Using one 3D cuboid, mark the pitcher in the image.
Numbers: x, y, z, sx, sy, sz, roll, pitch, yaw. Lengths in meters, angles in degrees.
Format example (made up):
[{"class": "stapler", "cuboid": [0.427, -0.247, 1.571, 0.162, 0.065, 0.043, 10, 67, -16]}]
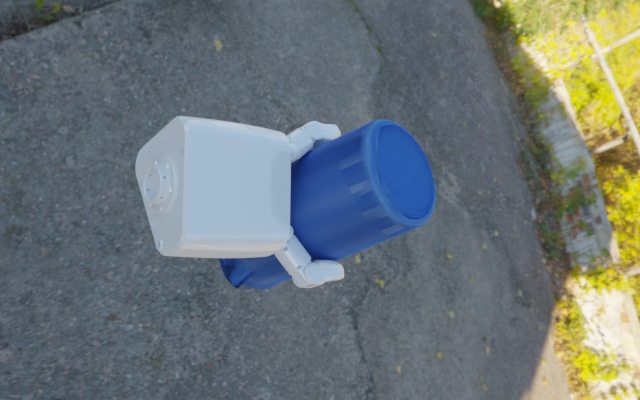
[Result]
[{"class": "pitcher", "cuboid": [0.000, 0.002, 0.524, 0.145, 0.149, 0.243, 5, -22, -45]}]
